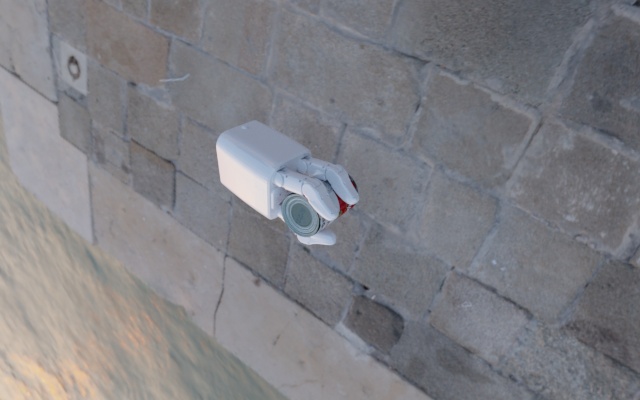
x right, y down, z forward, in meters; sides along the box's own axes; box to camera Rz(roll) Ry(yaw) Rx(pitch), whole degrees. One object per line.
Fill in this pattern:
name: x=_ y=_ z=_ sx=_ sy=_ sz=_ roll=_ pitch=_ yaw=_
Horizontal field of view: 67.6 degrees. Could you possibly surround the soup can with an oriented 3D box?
soup can: x=0.000 y=0.003 z=0.688 sx=0.068 sy=0.068 sz=0.102 roll=0 pitch=22 yaw=38
